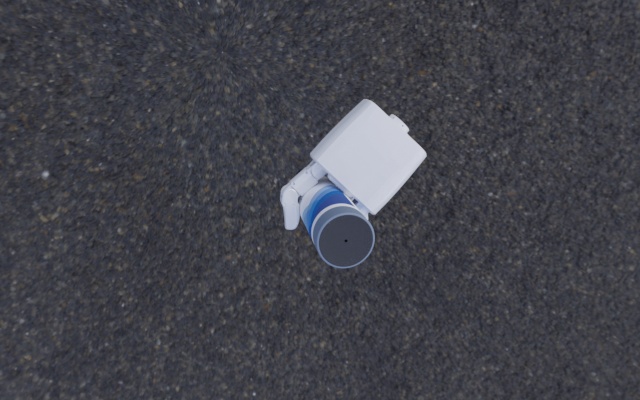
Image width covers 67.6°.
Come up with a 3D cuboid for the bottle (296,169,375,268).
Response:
[{"bbox_3d":[0.000,0.002,0.664,0.069,0.069,0.295,0,17,-12],"label":"bottle"}]
